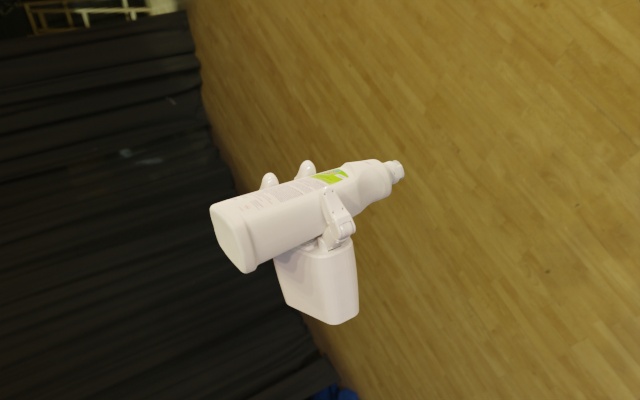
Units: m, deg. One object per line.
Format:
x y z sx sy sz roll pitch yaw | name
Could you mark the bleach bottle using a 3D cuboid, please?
0.000 0.002 0.586 0.251 0.068 0.102 -20 26 -23 | bleach bottle
